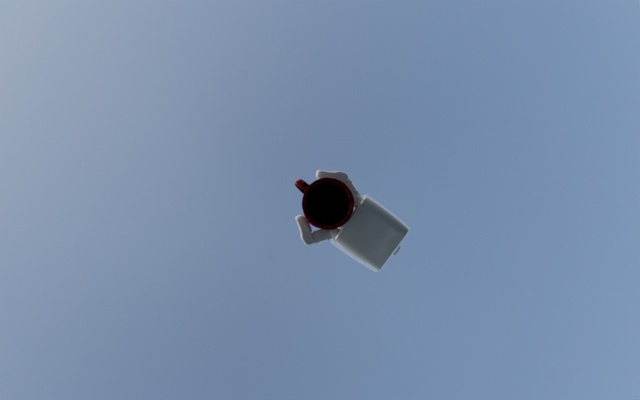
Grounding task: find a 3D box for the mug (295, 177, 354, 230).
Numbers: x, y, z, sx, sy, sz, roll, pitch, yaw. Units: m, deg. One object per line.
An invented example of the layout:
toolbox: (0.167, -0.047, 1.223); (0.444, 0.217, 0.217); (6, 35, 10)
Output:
mug: (-0.001, 0.002, 0.880); (0.117, 0.093, 0.081); (37, -9, 0)
